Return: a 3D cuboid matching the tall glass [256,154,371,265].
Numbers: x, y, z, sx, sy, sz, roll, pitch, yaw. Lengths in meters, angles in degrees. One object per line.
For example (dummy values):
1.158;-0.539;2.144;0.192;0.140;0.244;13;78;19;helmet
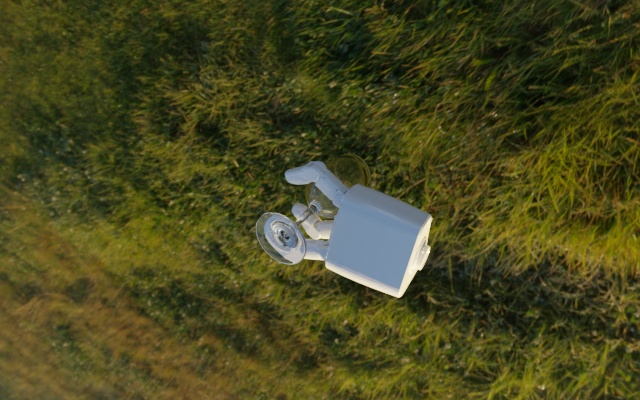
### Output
0.000;0.002;0.658;0.079;0.079;0.201;0;28;34;tall glass
